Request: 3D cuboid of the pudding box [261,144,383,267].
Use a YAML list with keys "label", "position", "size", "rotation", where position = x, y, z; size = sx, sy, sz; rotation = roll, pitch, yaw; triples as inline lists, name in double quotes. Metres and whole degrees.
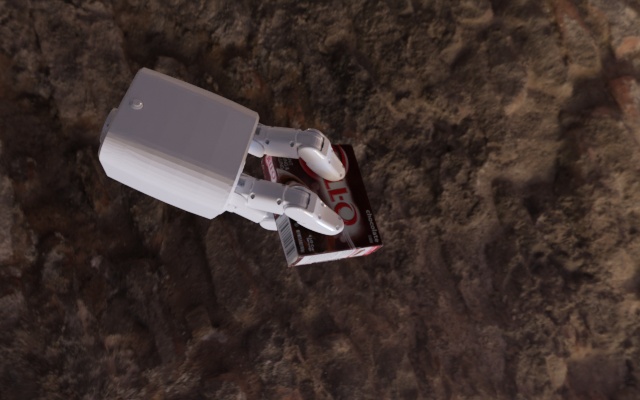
- label: "pudding box"
  position: [0.000, 0.002, 0.457]
  size: [0.090, 0.113, 0.039]
  rotation: [-5, -19, -28]
